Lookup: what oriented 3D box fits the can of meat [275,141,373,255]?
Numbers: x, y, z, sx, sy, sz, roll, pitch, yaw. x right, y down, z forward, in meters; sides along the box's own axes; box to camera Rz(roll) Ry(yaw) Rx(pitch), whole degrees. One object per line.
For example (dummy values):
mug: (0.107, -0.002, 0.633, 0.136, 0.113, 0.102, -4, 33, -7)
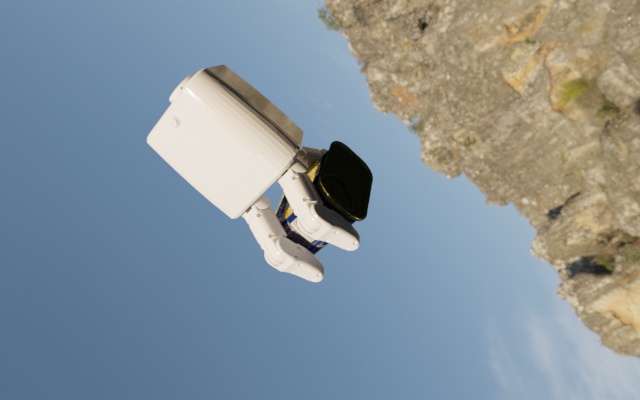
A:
can of meat: (0.000, 0.002, 0.473, 0.084, 0.057, 0.102, -41, 17, 30)
